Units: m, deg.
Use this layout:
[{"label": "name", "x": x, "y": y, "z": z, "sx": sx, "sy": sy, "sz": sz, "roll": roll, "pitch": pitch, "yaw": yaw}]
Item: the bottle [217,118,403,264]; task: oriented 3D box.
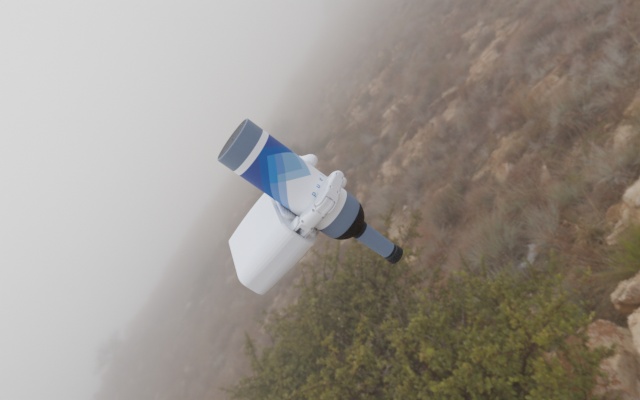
[{"label": "bottle", "x": 0.000, "y": 0.002, "z": 0.658, "sx": 0.296, "sy": 0.069, "sz": 0.069, "roll": 35, "pitch": -14, "yaw": -20}]
